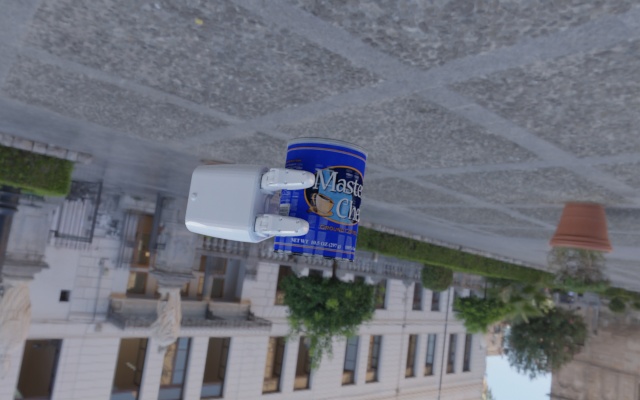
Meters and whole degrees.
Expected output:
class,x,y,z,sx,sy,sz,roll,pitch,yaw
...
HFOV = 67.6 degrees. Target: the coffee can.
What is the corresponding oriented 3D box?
class,x,y,z,sx,sy,sz,roll,pitch,yaw
coffee can,0.000,0.002,0.598,0.103,0.140,0.103,7,-7,1
